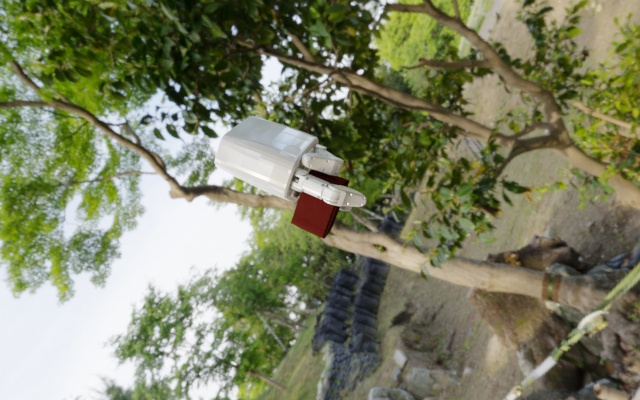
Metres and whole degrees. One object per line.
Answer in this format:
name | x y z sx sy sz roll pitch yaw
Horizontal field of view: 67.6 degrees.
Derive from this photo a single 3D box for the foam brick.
foam brick | 0.000 0.002 0.652 0.051 0.078 0.053 22 14 8
